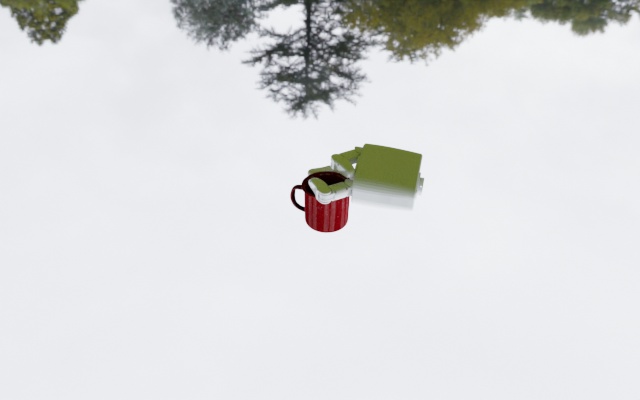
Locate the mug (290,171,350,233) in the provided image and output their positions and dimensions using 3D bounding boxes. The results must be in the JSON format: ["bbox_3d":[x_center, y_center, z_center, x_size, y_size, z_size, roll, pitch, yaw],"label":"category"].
[{"bbox_3d":[-0.001,0.003,0.873,0.117,0.082,0.093,9,36,12],"label":"mug"}]
